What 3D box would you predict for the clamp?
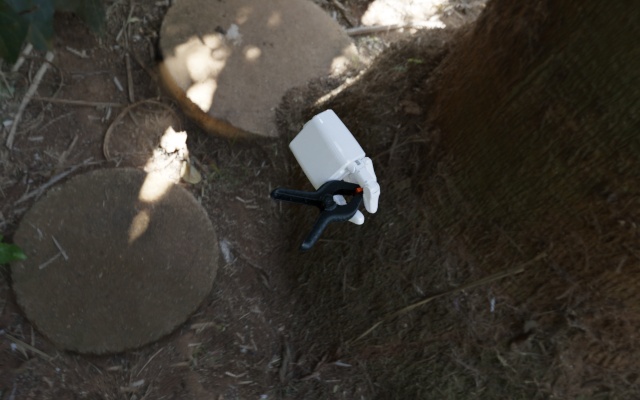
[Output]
[{"bbox_3d":[0.001,0.003,0.833,0.171,0.120,0.039,-30,-9,-30],"label":"clamp"}]
